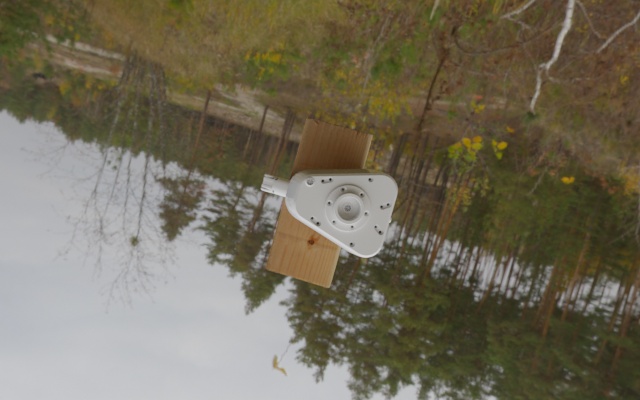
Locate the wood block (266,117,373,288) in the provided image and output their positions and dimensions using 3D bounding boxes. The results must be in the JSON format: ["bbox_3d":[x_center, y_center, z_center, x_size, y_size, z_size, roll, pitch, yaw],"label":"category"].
[{"bbox_3d":[0.000,0.002,0.659,0.091,0.206,0.090,16,1,4],"label":"wood block"}]
